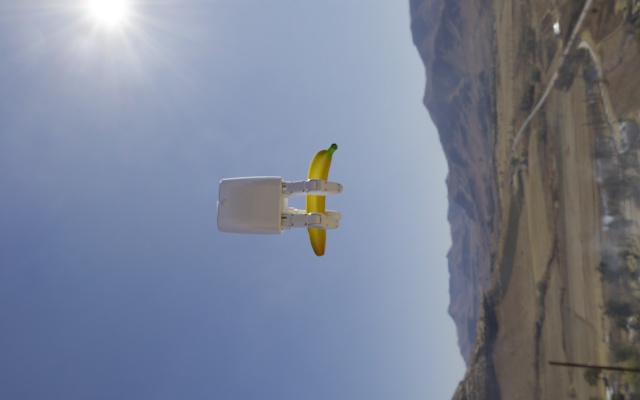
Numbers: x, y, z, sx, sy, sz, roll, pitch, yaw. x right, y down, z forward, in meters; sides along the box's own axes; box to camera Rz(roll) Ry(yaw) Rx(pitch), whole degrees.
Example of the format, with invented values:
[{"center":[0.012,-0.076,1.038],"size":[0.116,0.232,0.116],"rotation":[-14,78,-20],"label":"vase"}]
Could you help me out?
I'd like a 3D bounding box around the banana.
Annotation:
[{"center":[-0.004,-0.003,0.843],"size":[0.037,0.198,0.069],"rotation":[3,8,-15],"label":"banana"}]
